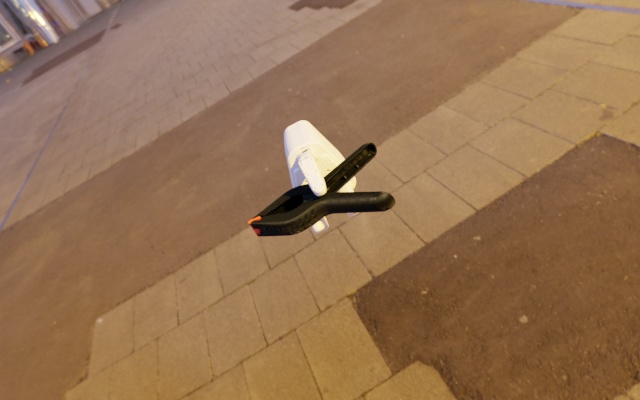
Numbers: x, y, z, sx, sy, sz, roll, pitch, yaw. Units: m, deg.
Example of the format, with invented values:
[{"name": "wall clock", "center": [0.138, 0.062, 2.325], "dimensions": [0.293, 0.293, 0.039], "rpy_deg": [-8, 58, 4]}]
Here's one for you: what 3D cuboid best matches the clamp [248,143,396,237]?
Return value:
[{"name": "clamp", "center": [-0.001, 0.002, 0.649], "dimensions": [0.210, 0.036, 0.164], "rpy_deg": [-27, 28, 5]}]
